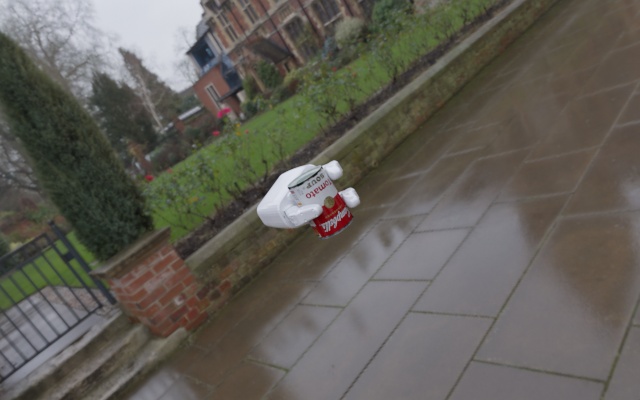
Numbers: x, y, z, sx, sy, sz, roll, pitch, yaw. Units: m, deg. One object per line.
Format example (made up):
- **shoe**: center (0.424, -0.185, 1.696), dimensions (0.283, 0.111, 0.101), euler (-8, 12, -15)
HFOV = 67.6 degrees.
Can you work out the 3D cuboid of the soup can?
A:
- **soup can**: center (0.000, 0.002, 0.776), dimensions (0.068, 0.102, 0.068), euler (-30, 14, 8)
